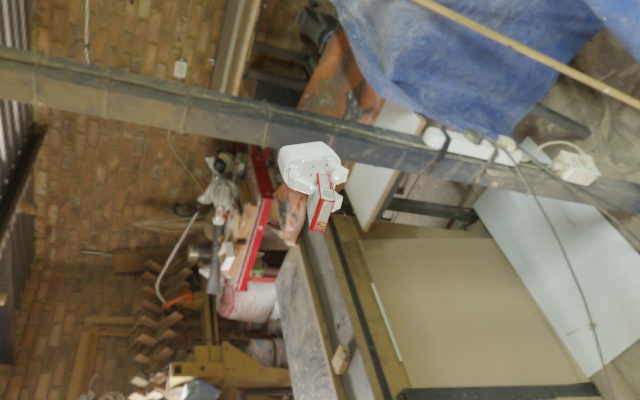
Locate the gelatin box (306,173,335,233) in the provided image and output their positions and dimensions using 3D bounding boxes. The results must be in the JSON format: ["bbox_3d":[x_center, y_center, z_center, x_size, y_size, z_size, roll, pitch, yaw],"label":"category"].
[{"bbox_3d":[0.000,0.003,0.871,0.030,0.073,0.089,11,33,-13],"label":"gelatin box"}]
